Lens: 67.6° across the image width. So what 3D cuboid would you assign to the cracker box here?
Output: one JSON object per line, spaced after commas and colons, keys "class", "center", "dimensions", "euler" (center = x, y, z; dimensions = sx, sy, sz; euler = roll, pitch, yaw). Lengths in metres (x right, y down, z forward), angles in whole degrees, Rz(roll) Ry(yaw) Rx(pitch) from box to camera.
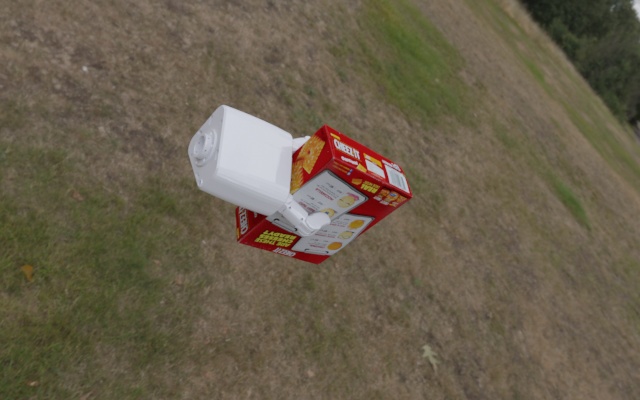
{"class": "cracker box", "center": [0.000, 0.002, 0.709], "dimensions": [0.164, 0.072, 0.214], "euler": [22, -47, -38]}
